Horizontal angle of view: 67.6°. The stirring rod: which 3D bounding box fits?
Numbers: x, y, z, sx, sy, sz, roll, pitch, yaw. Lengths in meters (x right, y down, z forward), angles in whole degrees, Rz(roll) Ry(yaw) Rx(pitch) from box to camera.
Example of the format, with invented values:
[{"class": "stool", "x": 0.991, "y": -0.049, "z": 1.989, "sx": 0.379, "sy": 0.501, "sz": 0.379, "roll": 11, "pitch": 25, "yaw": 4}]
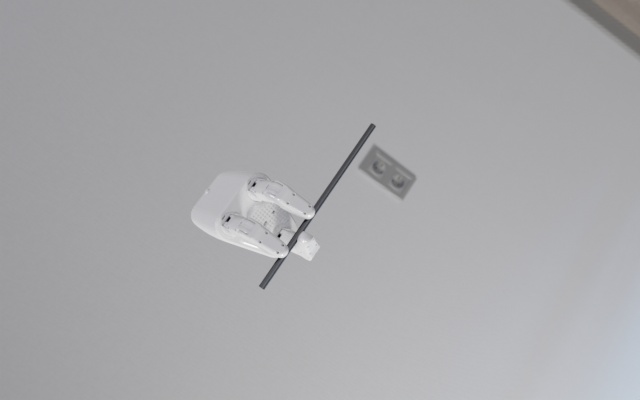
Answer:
[{"class": "stirring rod", "x": 0.000, "y": 0.002, "z": 0.563, "sx": 0.011, "sy": 0.239, "sz": 0.011, "roll": 32, "pitch": -16, "yaw": 10}]
